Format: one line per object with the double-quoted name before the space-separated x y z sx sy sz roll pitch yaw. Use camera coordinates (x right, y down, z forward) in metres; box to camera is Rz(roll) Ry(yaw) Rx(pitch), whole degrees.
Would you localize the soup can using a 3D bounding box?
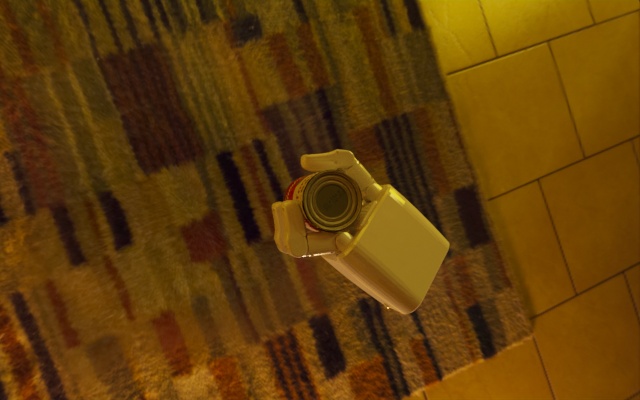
"soup can" 0.000 0.001 0.545 0.068 0.068 0.102 0 -1 -15
